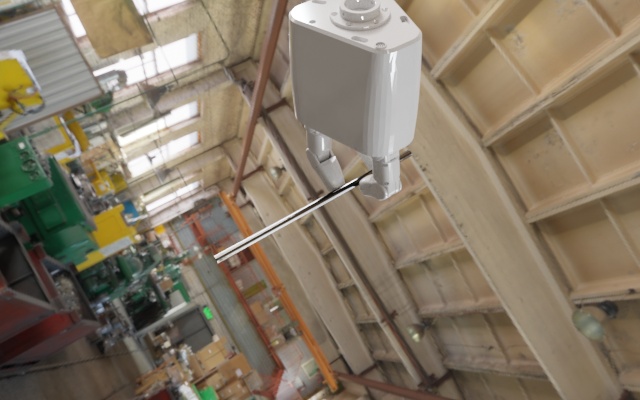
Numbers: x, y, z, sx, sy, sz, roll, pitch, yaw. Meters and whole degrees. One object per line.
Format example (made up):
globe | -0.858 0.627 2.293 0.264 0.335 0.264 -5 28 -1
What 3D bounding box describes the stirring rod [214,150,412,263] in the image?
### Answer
stirring rod | 0.000 0.002 0.492 0.239 0.011 0.011 -29 10 -20
